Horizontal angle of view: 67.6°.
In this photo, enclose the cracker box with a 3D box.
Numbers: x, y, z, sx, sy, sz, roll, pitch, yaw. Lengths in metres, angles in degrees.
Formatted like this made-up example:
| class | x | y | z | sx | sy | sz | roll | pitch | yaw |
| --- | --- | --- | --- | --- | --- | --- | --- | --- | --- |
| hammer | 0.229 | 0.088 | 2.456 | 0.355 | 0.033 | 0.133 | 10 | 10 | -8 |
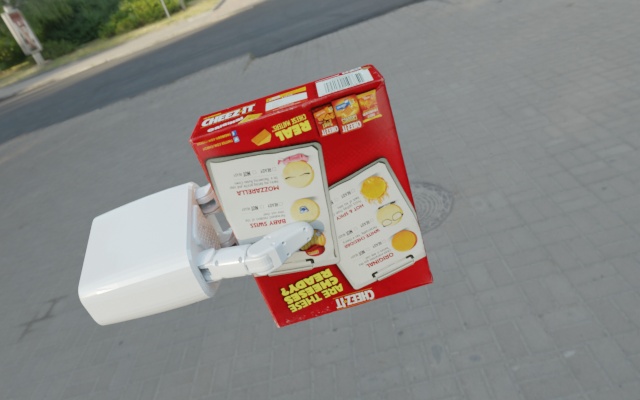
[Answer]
| class | x | y | z | sx | sy | sz | roll | pitch | yaw |
| --- | --- | --- | --- | --- | --- | --- | --- | --- | --- |
| cracker box | 0.000 | 0.001 | 0.449 | 0.164 | 0.214 | 0.072 | -17 | 29 | 5 |
